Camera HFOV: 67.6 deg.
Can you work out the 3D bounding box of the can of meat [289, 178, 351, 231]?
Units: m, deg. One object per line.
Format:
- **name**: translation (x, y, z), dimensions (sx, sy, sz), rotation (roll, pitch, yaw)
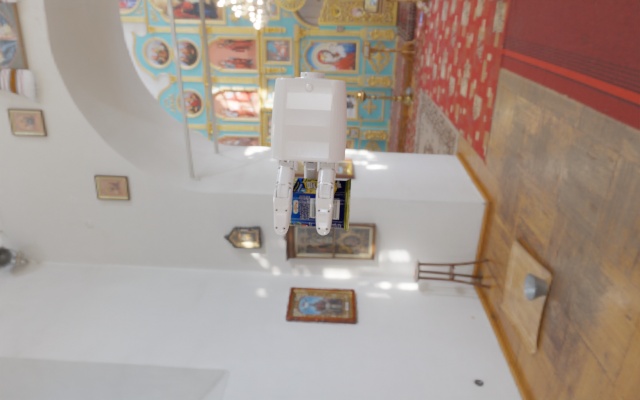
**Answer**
- **can of meat**: translation (0.000, 0.002, 0.672), dimensions (0.084, 0.057, 0.102), rotation (3, 16, 3)
